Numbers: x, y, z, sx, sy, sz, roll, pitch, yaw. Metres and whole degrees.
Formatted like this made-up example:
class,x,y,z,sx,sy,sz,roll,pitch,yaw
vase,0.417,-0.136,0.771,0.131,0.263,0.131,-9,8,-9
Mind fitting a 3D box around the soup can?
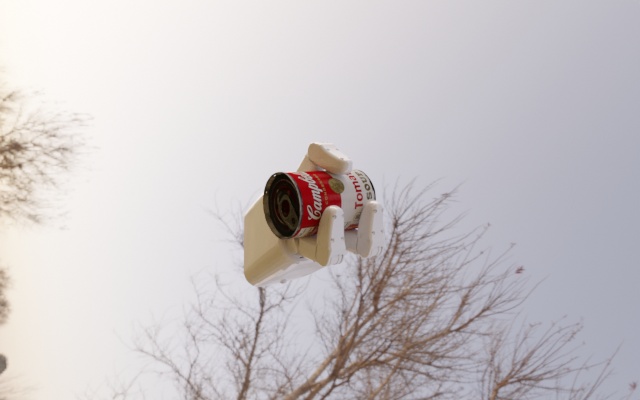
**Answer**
class,x,y,z,sx,sy,sz,roll,pitch,yaw
soup can,0.001,0.001,0.505,0.102,0.068,0.068,-5,3,-37
